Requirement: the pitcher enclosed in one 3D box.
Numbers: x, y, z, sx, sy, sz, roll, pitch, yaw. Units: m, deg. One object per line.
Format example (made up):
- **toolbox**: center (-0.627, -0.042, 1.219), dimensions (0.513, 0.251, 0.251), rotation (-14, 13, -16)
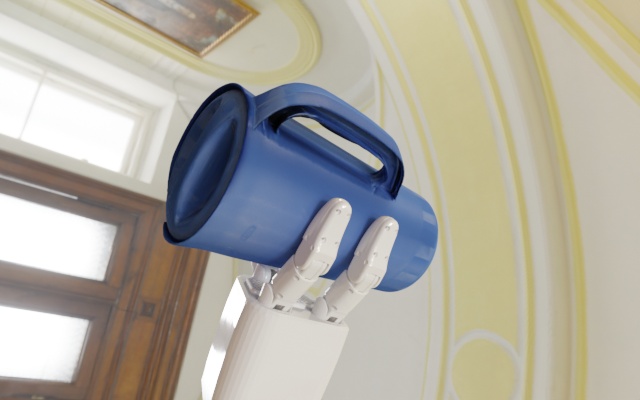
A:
- **pitcher**: center (0.000, 0.002, 0.425), dimensions (0.243, 0.145, 0.149), rotation (22, -2, -35)
